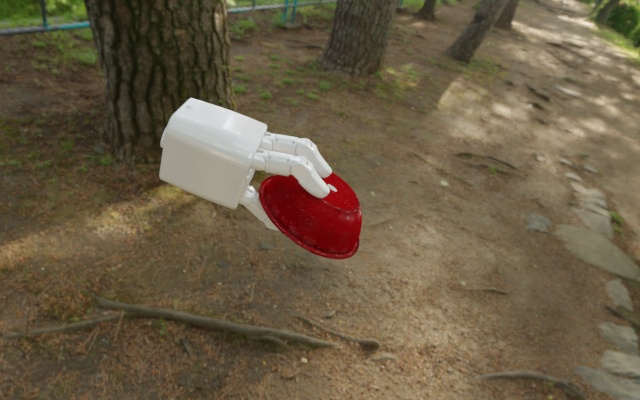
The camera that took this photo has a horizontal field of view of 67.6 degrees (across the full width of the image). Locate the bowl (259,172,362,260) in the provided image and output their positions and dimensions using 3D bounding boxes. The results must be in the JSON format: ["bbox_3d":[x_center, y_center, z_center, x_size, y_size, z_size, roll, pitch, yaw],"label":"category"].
[{"bbox_3d":[0.001,0.002,0.645,0.162,0.055,0.162,28,28,-17],"label":"bowl"}]
